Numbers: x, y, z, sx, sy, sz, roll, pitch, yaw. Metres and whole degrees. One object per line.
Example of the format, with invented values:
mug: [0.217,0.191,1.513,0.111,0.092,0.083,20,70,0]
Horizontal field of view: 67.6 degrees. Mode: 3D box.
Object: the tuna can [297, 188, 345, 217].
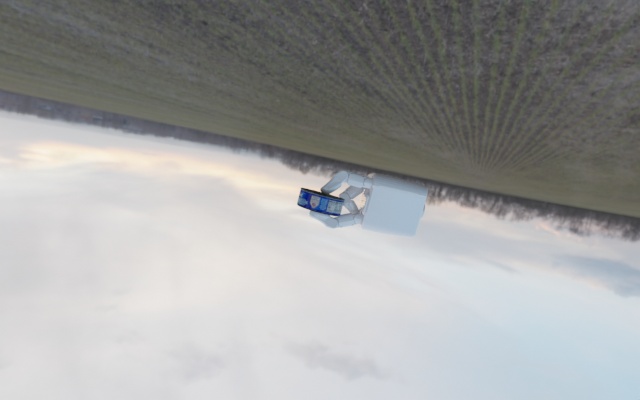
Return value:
tuna can: [0.000,0.003,0.890,0.086,0.034,0.086,15,4,-1]
